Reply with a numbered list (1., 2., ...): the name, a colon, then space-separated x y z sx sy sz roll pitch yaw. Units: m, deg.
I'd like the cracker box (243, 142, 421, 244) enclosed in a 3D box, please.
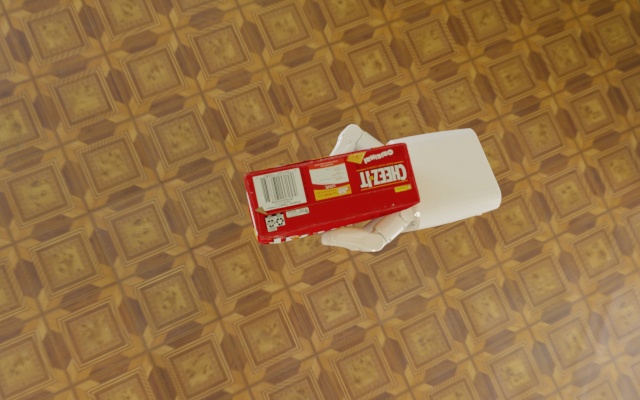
1. cracker box: 0.000 0.002 0.555 0.164 0.072 0.214 -12 -5 -9
